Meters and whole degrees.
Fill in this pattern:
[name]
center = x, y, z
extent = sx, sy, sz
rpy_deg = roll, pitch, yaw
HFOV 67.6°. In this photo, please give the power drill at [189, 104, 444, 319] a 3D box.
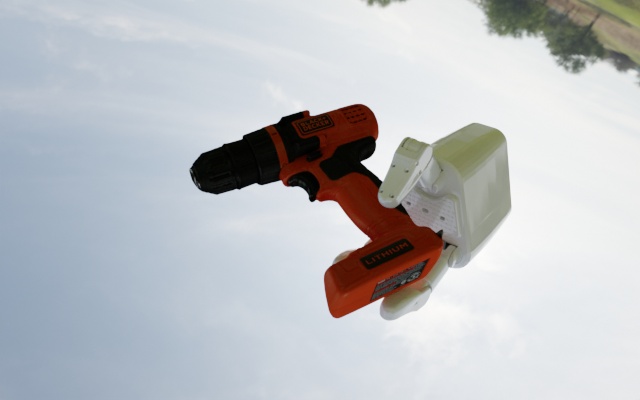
[power drill]
center = 0.001, 0.002, 0.412
extent = 0.184, 0.187, 0.057
rpy_deg = -21, -30, -17
